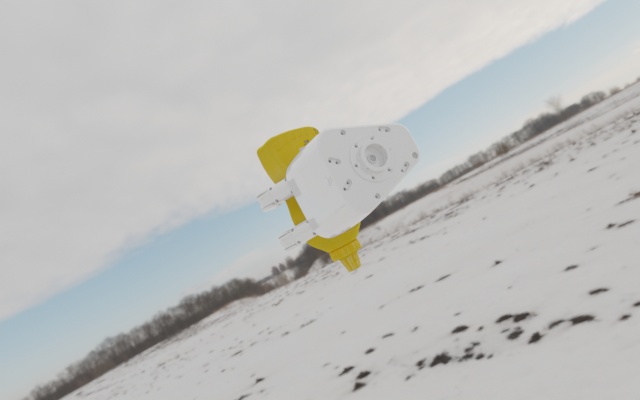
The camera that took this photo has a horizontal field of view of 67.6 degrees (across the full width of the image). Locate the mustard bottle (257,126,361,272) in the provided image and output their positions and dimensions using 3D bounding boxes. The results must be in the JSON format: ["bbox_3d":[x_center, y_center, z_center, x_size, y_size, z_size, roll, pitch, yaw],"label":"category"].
[{"bbox_3d":[0.000,0.002,0.611,0.058,0.191,0.096,-32,-6,42],"label":"mustard bottle"}]
